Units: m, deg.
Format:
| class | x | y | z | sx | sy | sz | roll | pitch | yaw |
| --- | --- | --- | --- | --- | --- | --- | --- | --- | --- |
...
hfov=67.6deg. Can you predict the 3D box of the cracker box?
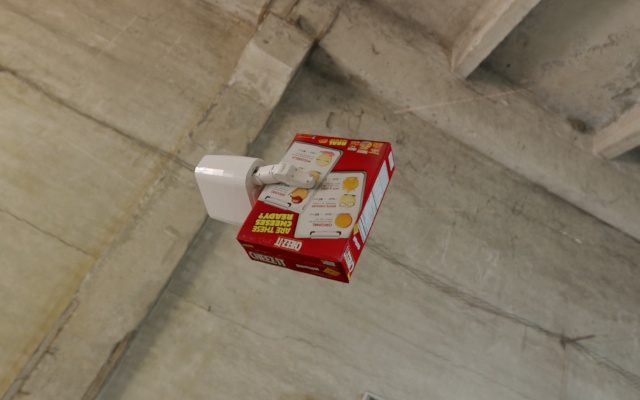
| class | x | y | z | sx | sy | sz | roll | pitch | yaw |
| --- | --- | --- | --- | --- | --- | --- | --- | --- | --- |
| cracker box | 0.000 | 0.002 | 0.709 | 0.164 | 0.213 | 0.072 | 10 | -34 | 26 |
